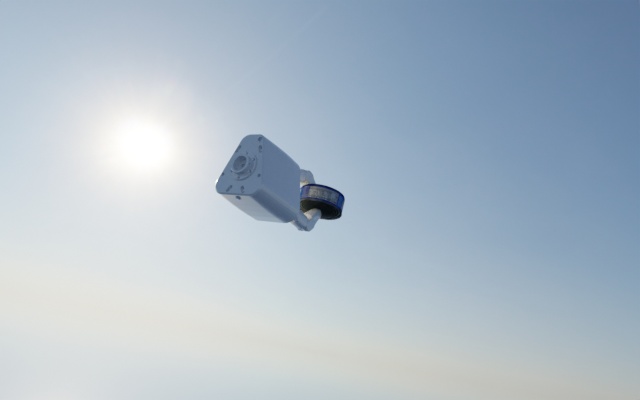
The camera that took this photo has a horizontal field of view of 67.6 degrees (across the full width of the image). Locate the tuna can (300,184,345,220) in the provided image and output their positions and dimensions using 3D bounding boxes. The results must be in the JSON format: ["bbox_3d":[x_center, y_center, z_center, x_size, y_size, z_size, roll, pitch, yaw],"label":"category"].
[{"bbox_3d":[0.000,0.002,0.860,0.086,0.033,0.086,12,-22,5],"label":"tuna can"}]
